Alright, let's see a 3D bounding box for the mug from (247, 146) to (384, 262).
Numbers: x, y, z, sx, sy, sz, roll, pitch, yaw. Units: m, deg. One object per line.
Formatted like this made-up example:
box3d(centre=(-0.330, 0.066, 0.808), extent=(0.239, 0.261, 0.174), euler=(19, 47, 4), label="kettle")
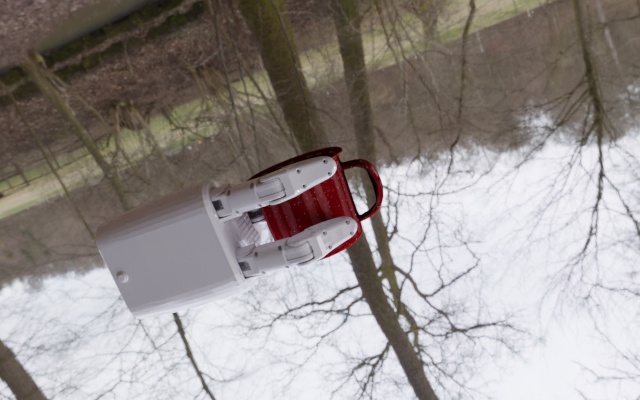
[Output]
box3d(centre=(0.002, 0.001, 0.434), extent=(0.117, 0.081, 0.093), euler=(-18, 14, 11), label="mug")
